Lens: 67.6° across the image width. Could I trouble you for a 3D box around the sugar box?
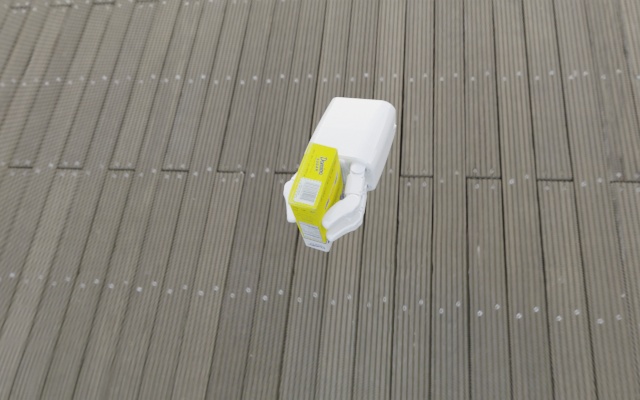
[{"bbox_3d":[0.001,0.002,0.687,0.048,0.093,0.176,15,-20,16],"label":"sugar box"}]
